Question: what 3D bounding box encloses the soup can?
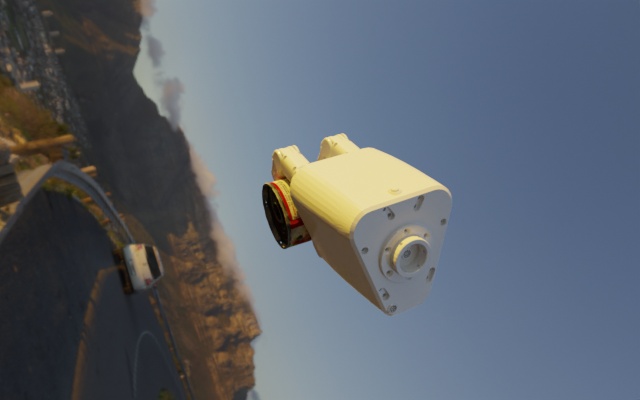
[{"bbox_3d":[0.000,0.001,0.486,0.102,0.068,0.068,-17,6,-20],"label":"soup can"}]
